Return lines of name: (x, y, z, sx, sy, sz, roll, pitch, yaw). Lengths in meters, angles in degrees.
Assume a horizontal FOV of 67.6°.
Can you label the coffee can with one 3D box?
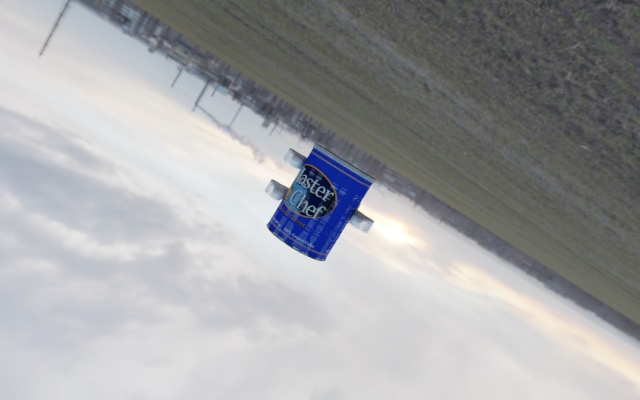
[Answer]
coffee can: (0.000, 0.002, 0.695, 0.103, 0.140, 0.103, 31, 6, -4)
